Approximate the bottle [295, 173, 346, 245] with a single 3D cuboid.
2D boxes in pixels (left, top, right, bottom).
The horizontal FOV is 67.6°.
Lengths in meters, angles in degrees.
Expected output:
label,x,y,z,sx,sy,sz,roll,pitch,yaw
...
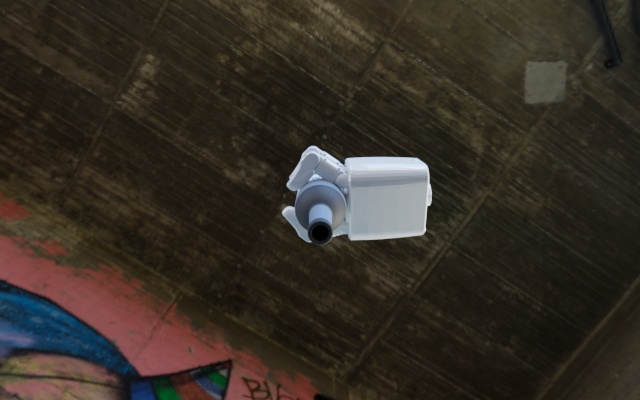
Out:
label,x,y,z,sx,sy,sz,roll,pitch,yaw
bottle,0.000,0.002,0.648,0.069,0.069,0.295,0,13,0
